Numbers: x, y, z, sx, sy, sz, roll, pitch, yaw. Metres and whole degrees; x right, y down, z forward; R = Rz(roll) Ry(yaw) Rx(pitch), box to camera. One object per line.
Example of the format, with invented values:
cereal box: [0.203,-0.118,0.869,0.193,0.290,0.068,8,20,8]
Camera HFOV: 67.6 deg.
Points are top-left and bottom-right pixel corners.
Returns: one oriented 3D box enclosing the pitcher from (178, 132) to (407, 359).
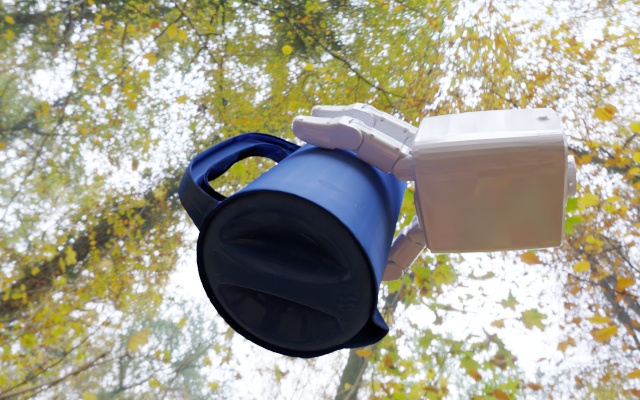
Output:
pitcher: [0.000,0.001,0.420,0.145,0.149,0.242,-5,22,21]
